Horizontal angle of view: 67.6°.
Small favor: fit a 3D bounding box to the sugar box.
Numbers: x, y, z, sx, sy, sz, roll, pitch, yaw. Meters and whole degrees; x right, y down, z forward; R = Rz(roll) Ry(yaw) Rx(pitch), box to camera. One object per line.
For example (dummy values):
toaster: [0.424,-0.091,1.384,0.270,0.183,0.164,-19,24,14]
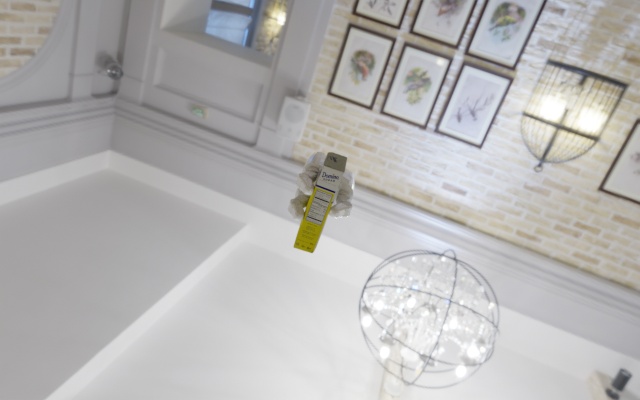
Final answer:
sugar box: [0.000,0.003,0.899,0.048,0.176,0.093,18,22,0]
